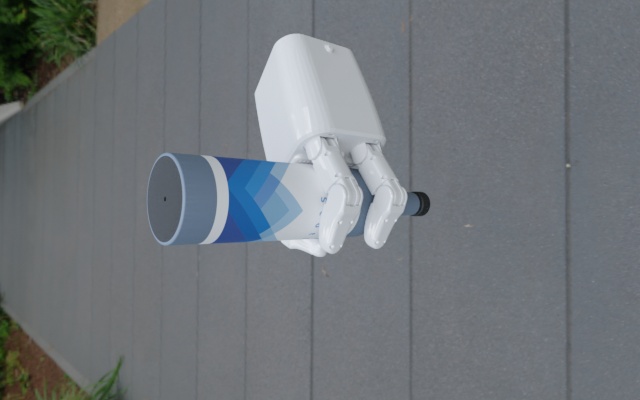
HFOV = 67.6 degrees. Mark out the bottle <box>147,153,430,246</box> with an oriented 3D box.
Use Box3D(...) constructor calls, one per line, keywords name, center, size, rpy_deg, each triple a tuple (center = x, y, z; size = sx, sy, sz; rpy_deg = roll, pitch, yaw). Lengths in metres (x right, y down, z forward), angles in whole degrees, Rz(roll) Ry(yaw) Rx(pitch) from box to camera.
Box3D(name="bottle", center=(0.000, 0.002, 0.435), size=(0.296, 0.069, 0.069), rpy_deg=(1, -1, -41))
